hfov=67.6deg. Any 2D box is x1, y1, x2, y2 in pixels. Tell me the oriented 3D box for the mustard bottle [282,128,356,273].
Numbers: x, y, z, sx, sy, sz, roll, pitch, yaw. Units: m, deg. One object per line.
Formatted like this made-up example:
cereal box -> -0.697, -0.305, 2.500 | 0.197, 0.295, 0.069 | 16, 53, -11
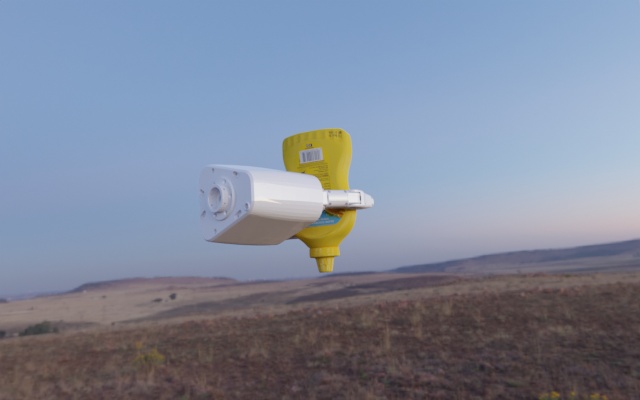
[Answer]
mustard bottle -> 0.000, 0.002, 0.656 | 0.096, 0.191, 0.058 | -7, -9, 19
